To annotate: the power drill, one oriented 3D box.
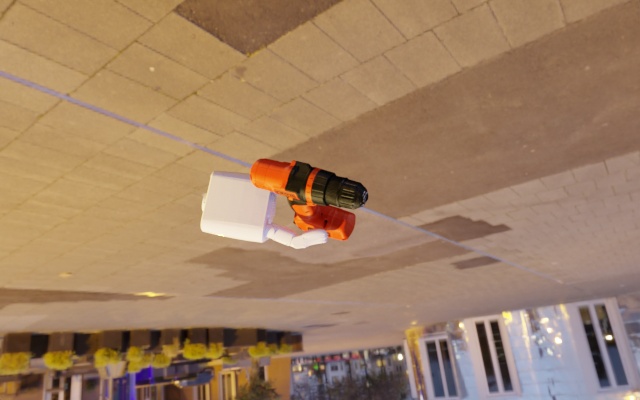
[{"bbox_3d":[0.000,0.003,0.750,0.184,0.057,0.188,16,-20,23],"label":"power drill"}]
